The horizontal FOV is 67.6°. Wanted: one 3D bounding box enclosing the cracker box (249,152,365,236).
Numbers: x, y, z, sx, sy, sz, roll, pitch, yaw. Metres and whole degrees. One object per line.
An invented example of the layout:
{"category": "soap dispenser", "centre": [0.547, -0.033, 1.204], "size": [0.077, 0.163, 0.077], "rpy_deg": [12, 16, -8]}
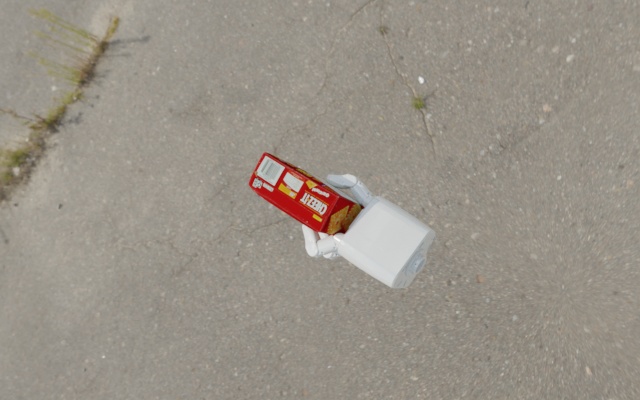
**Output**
{"category": "cracker box", "centre": [0.000, 0.003, 0.833], "size": [0.164, 0.072, 0.214], "rpy_deg": [31, 5, 28]}
